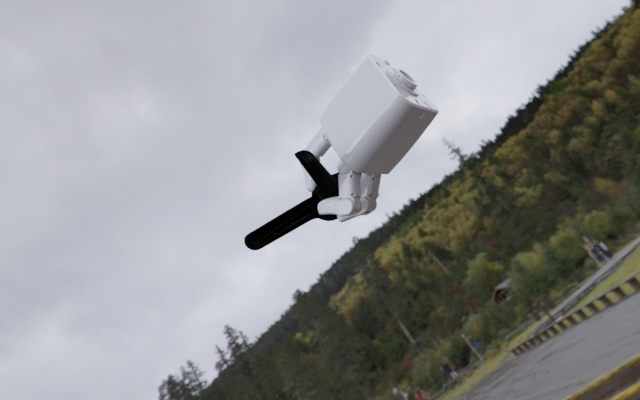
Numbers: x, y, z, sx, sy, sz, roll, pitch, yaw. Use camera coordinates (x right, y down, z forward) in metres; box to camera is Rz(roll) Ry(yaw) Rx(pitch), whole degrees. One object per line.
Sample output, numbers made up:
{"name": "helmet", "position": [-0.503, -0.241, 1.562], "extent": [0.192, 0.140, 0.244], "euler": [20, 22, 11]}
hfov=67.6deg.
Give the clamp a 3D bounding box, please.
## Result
{"name": "clamp", "position": [0.000, 0.001, 0.650], "extent": [0.210, 0.036, 0.165], "euler": [-2, -42, -51]}
